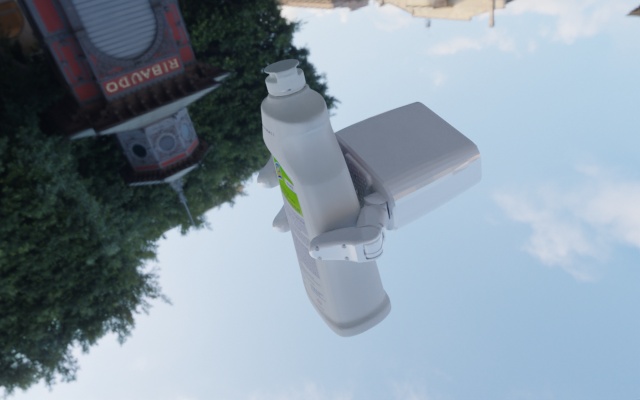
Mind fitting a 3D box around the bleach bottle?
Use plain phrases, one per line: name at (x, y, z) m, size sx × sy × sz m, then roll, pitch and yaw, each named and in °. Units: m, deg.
bleach bottle at (0.000, 0.001, 0.431) m, size 0.068 × 0.251 × 0.102 m, roll -26°, pitch 34°, yaw -17°
